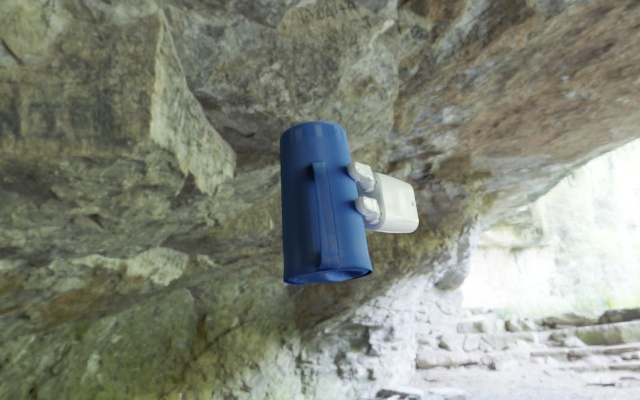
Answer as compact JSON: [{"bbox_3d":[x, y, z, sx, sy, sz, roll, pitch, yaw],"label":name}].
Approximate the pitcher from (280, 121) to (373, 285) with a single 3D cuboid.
[{"bbox_3d":[0.000,0.002,0.731,0.145,0.242,0.149,10,-23,-44],"label":"pitcher"}]
